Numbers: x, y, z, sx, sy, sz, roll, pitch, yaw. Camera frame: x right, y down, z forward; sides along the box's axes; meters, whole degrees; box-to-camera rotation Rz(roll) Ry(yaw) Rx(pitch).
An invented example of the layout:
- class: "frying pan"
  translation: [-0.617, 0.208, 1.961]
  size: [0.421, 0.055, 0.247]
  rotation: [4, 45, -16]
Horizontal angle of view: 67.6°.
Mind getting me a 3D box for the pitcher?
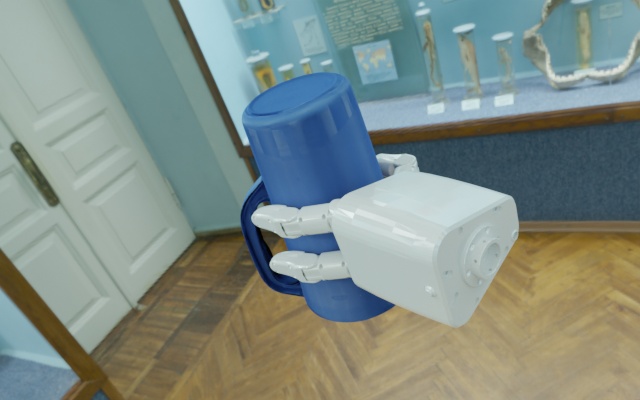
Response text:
- class: "pitcher"
  translation: [0.000, 0.002, 0.501]
  size: [0.149, 0.243, 0.145]
  rotation: [-37, 33, -27]
